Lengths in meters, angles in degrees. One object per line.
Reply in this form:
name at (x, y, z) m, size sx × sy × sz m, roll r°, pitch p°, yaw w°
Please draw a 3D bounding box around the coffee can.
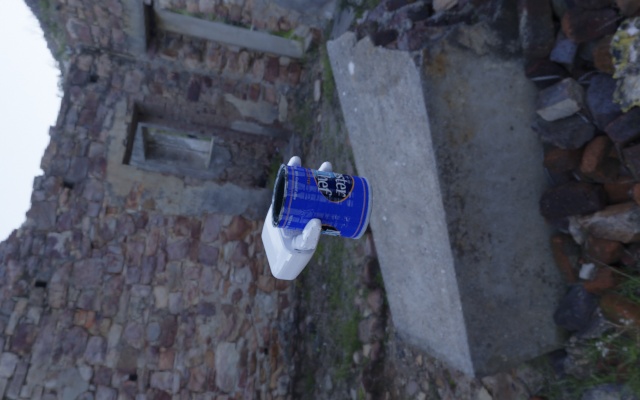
coffee can at (0.000, 0.002, 0.768) m, size 0.140 × 0.103 × 0.103 m, roll 9°, pitch -2°, yaw -15°
